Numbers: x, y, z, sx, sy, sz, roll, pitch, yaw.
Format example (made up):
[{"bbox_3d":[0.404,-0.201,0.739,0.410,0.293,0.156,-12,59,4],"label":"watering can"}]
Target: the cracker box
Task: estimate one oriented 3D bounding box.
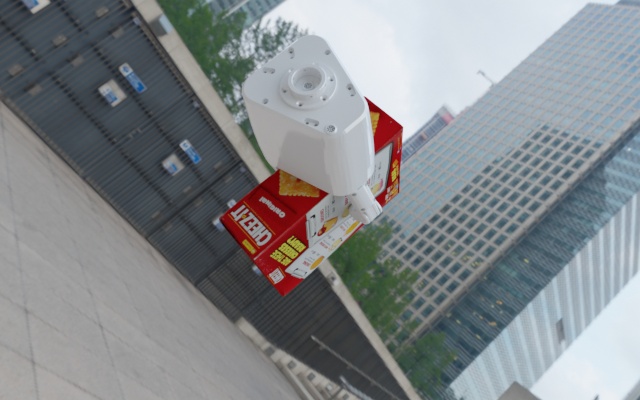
[{"bbox_3d":[0.000,0.002,0.572,0.213,0.072,0.164,-41,-23,-11],"label":"cracker box"}]
